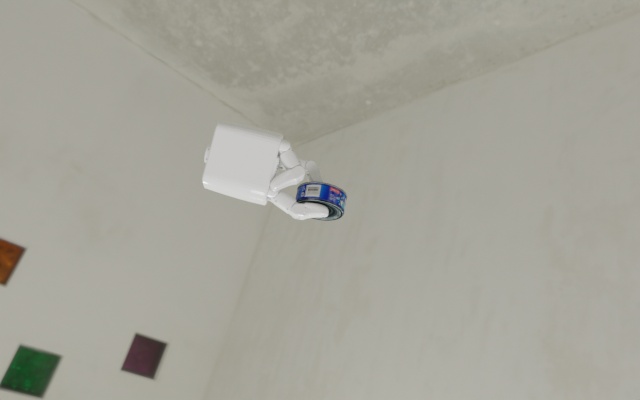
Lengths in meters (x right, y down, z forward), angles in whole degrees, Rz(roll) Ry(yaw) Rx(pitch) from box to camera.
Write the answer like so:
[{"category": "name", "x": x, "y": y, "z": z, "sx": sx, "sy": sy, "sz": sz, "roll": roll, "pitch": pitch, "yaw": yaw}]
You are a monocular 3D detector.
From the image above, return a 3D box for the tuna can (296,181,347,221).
[{"category": "tuna can", "x": 0.000, "y": 0.003, "z": 0.801, "sx": 0.086, "sy": 0.033, "sz": 0.086, "roll": 9, "pitch": -24, "yaw": 4}]
